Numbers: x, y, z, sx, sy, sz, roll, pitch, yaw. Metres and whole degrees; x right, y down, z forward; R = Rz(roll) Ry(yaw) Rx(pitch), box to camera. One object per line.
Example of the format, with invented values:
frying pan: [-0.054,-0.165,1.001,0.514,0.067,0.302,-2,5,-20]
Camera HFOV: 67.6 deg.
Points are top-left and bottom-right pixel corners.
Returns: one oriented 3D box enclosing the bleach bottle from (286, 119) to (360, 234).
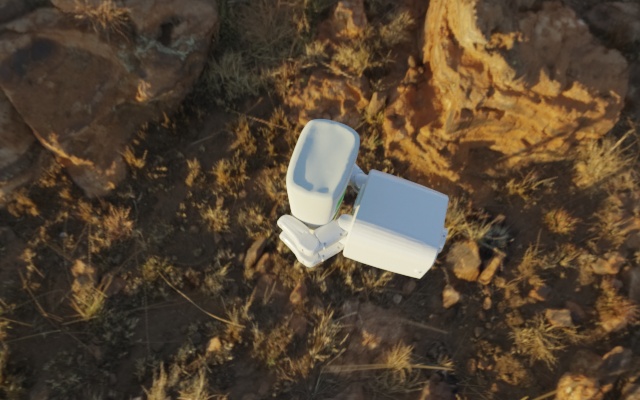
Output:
bleach bottle: [0.000,0.002,0.630,0.068,0.102,0.251,18,-21,6]
